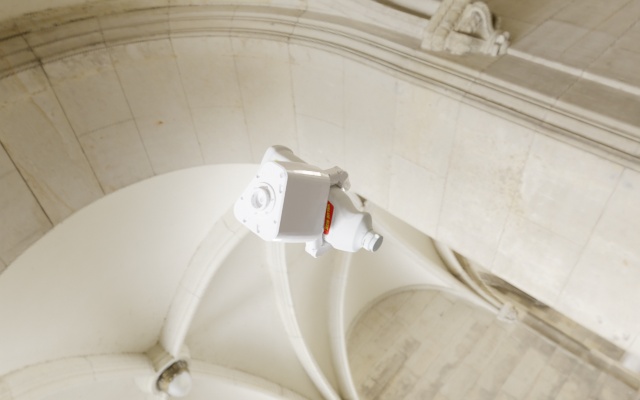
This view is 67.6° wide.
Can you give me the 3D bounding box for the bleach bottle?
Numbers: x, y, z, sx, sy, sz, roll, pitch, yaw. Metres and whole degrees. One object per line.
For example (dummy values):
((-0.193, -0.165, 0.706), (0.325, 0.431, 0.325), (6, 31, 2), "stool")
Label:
((0.000, 0.003, 0.795), (0.250, 0.102, 0.068), (32, 16, 31), "bleach bottle")
